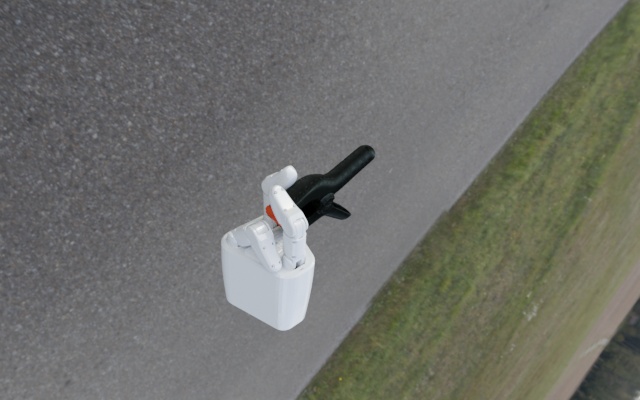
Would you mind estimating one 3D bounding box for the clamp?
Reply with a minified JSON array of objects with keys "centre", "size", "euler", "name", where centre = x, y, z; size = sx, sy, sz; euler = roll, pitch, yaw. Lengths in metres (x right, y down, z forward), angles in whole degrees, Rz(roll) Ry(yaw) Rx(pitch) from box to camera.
[{"centre":[0.000,0.002,0.614],"size":[0.171,0.120,0.039],"euler":[-27,49,-36],"name":"clamp"}]
